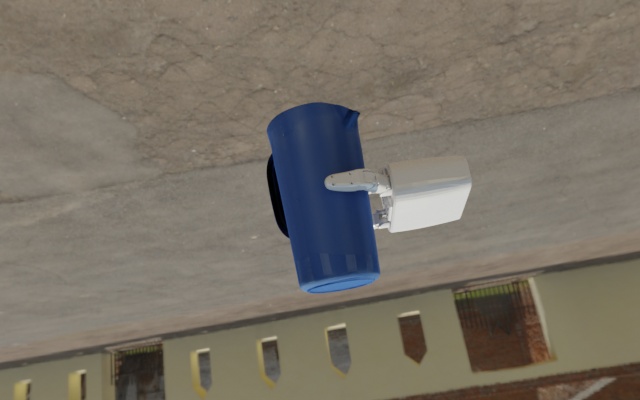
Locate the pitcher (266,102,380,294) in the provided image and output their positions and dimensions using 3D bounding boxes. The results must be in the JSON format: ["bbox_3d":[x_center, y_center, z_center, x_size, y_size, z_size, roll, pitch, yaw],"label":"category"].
[{"bbox_3d":[0.000,0.002,0.664,0.145,0.242,0.149,-9,-18,-3],"label":"pitcher"}]
